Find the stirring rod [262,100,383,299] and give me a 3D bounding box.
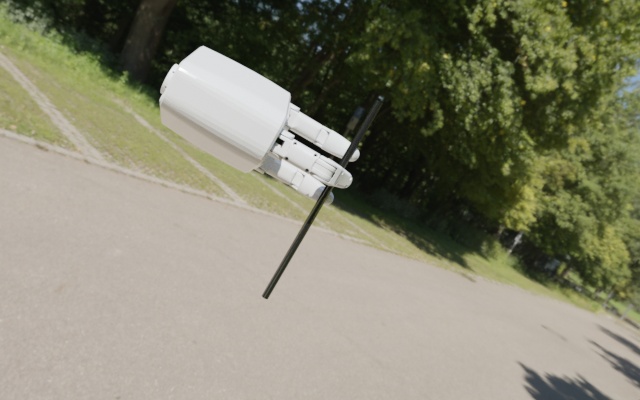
[{"bbox_3d":[0.000,0.002,0.504,0.011,0.239,0.011,30,6,-4],"label":"stirring rod"}]
